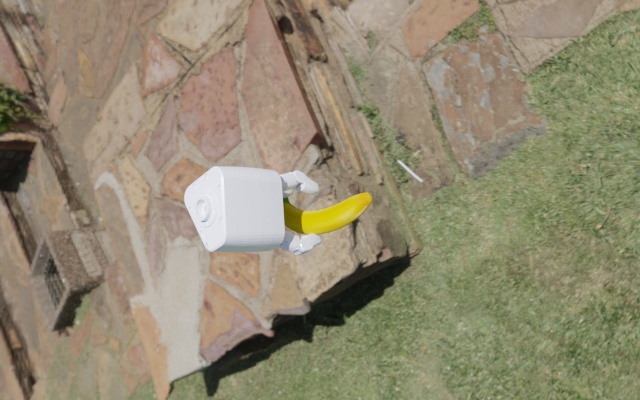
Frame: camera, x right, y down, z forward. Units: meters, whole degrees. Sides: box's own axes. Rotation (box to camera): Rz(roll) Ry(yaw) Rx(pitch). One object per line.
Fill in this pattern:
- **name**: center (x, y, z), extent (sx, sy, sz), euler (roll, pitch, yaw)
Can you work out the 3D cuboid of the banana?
- **banana**: center (-0.004, 0.021, 0.758), extent (0.198, 0.069, 0.037), euler (1, -7, 42)
